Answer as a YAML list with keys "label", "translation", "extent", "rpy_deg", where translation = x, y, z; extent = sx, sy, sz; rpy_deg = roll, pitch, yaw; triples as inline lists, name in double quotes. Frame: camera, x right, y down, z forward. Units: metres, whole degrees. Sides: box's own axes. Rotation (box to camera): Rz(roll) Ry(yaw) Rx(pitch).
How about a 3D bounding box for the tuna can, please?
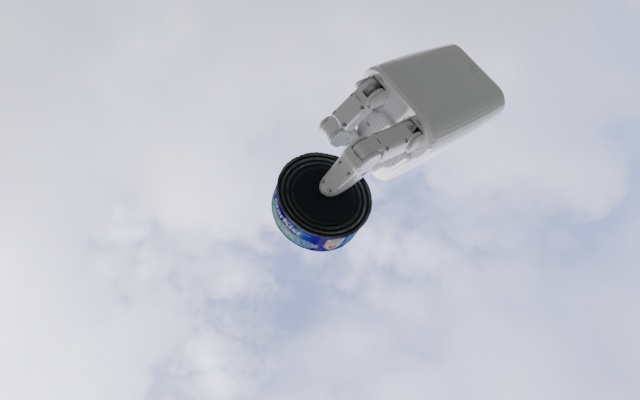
- label: "tuna can"
  translation: [0.000, 0.002, 0.426]
  extent: [0.086, 0.086, 0.034]
  rpy_deg: [0, -30, -18]
